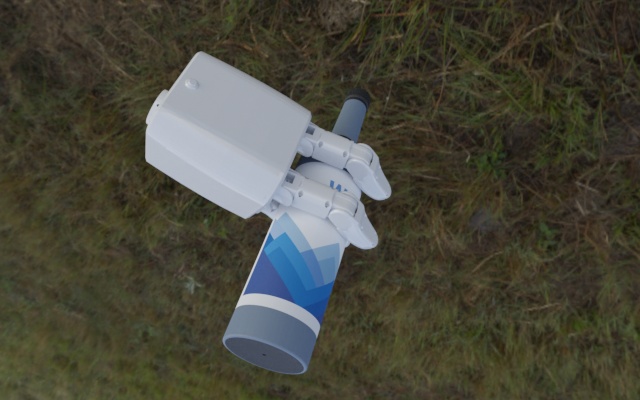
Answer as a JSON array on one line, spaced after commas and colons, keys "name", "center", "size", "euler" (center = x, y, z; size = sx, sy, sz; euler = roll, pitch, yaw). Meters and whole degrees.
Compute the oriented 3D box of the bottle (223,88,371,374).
[{"name": "bottle", "center": [0.000, 0.002, 0.436], "size": [0.069, 0.295, 0.069], "euler": [13, -35, 10]}]
